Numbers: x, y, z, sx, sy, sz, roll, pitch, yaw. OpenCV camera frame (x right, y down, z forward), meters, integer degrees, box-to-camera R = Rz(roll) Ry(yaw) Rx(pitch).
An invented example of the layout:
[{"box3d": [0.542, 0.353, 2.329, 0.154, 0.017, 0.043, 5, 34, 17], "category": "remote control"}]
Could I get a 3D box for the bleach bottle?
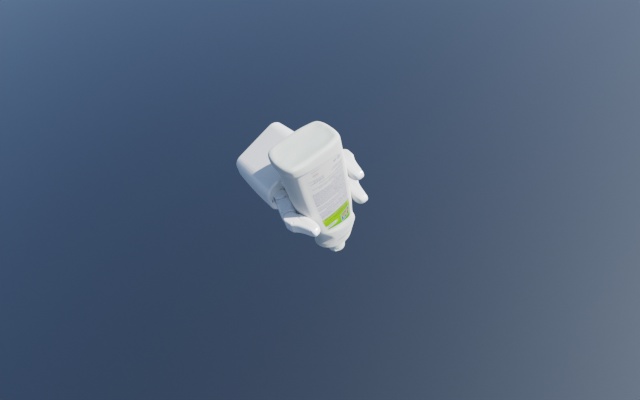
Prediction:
[{"box3d": [0.000, 0.002, 0.737, 0.102, 0.251, 0.068, -36, 52, -17], "category": "bleach bottle"}]
